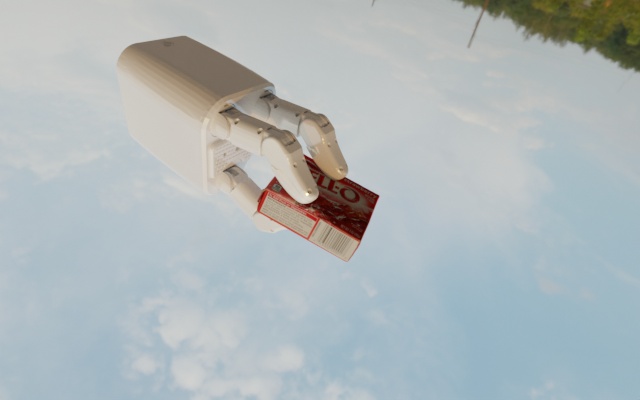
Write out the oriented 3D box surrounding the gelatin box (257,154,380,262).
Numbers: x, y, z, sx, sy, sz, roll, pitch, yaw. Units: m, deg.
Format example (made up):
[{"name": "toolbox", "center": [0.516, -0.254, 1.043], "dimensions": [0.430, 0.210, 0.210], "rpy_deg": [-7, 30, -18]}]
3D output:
[{"name": "gelatin box", "center": [0.000, 0.002, 0.409], "dimensions": [0.089, 0.030, 0.073], "rpy_deg": [30, 36, 1]}]
